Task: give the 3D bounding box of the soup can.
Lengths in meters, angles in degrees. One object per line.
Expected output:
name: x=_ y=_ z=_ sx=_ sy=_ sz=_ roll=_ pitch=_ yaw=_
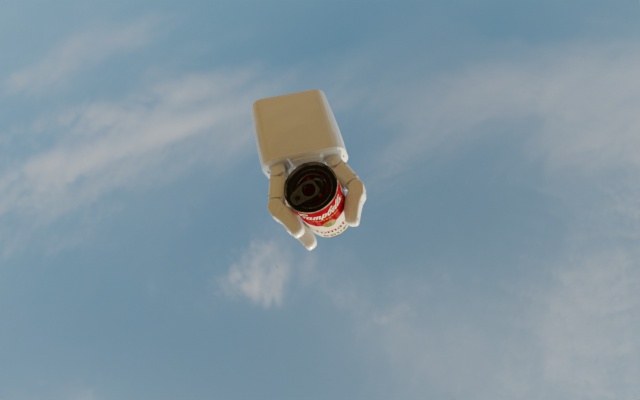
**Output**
soup can: x=0.000 y=0.003 z=0.620 sx=0.068 sy=0.068 sz=0.102 roll=0 pitch=-22 yaw=15
